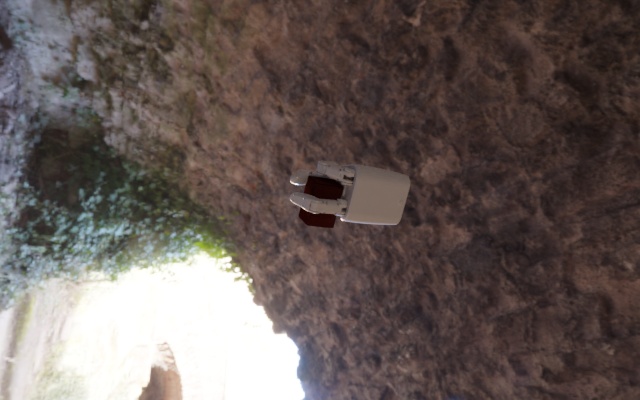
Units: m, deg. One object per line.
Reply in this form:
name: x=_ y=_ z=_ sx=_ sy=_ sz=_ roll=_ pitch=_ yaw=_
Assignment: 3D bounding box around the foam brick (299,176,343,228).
foam brick: x=0.000 y=0.003 z=0.828 sx=0.051 sy=0.078 sz=0.053 roll=8 pitch=16 yaw=-22
